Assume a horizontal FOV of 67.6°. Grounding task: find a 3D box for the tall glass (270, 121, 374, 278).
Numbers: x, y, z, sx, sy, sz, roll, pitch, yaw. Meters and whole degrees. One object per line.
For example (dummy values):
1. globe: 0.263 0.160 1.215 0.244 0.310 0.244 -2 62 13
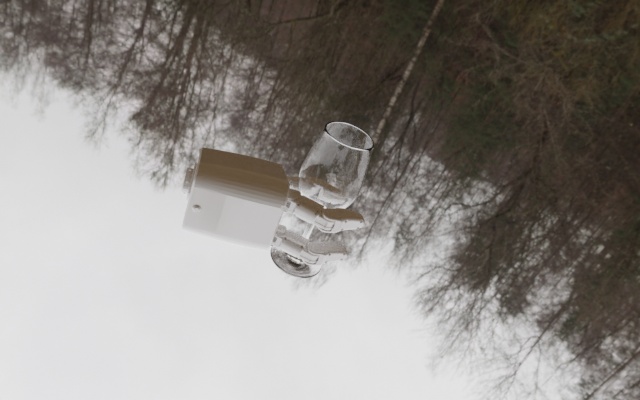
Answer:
1. tall glass: 0.000 0.003 0.603 0.079 0.201 0.079 17 32 -11
